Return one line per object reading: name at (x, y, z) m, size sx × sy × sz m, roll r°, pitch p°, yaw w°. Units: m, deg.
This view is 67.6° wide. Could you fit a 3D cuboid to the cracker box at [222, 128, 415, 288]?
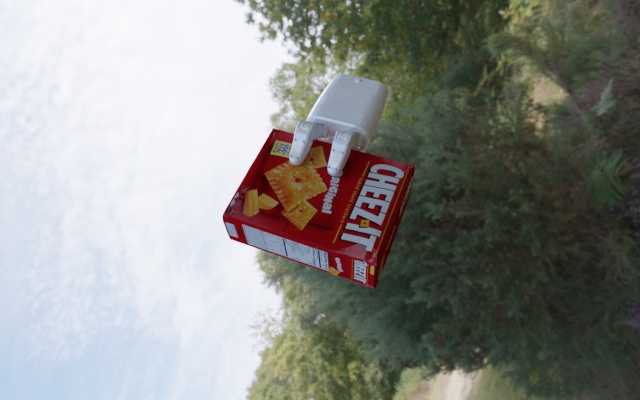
cracker box at (0.000, 0.002, 0.646) m, size 0.213 × 0.164 × 0.072 m, roll 17°, pitch -32°, yaw 15°
